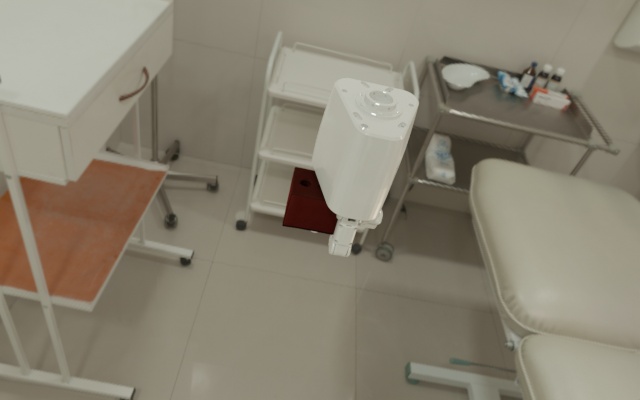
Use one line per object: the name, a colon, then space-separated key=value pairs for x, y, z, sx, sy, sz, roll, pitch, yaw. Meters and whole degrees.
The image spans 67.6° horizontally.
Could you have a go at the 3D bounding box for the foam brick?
foam brick: x=0.000 y=0.002 z=0.554 sx=0.078 sy=0.051 sz=0.053 roll=10 pitch=41 yaw=-6
